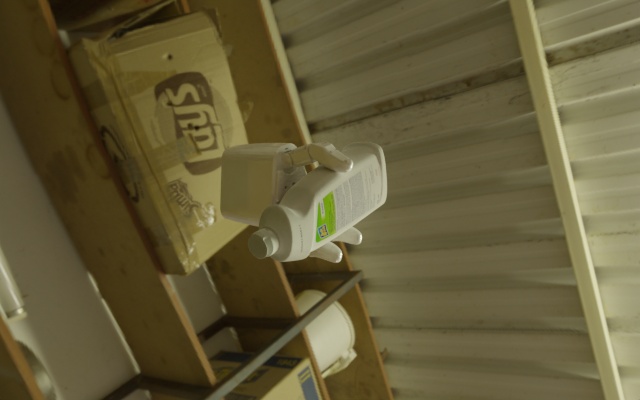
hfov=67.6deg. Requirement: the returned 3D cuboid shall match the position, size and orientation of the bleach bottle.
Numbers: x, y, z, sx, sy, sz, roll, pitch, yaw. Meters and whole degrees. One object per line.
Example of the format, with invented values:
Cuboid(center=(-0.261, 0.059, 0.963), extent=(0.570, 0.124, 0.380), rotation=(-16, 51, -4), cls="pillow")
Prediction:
Cuboid(center=(0.000, 0.002, 0.611), extent=(0.068, 0.102, 0.250), rotation=(4, 21, 35), cls="bleach bottle")
